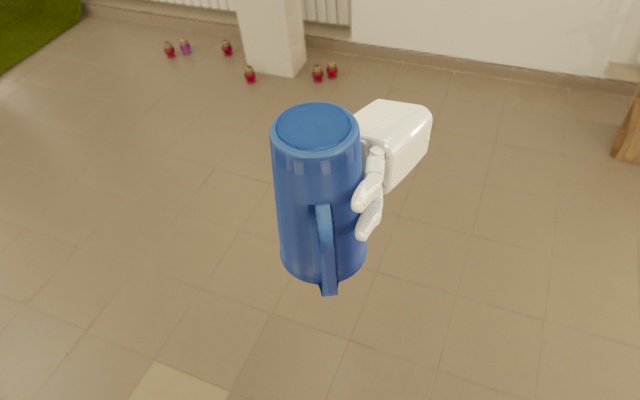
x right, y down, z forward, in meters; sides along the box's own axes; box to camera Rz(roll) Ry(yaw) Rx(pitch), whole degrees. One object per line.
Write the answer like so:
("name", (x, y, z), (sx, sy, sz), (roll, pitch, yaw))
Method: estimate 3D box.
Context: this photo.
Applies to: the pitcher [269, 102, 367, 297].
("pitcher", (0.000, 0.002, 0.638), (0.149, 0.243, 0.145), (31, 56, 29))
